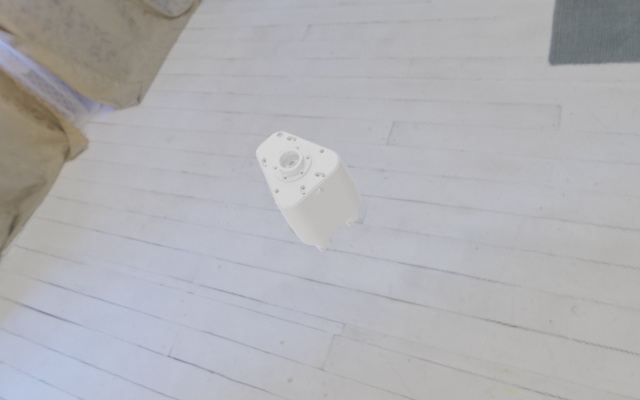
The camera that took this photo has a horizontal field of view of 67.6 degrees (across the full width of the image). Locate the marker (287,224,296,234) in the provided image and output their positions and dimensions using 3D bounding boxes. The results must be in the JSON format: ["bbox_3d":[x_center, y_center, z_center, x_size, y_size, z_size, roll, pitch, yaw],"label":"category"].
[{"bbox_3d":[0.000,0.002,0.702,0.121,0.020,0.020,-43,6,-7],"label":"marker"}]
